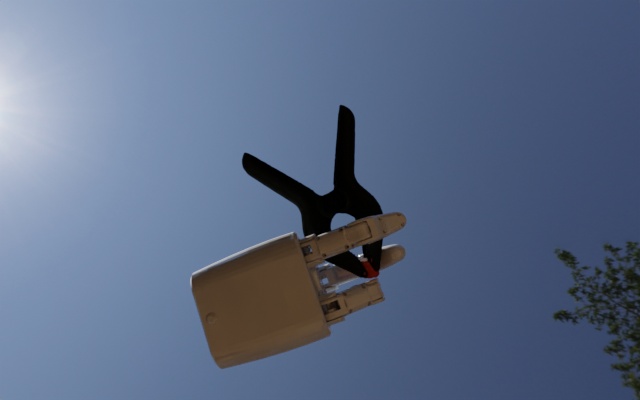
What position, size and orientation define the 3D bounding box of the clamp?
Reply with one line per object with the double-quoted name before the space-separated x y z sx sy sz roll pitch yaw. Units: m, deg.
"clamp" 0.000 0.002 0.465 0.120 0.171 0.039 -20 -9 1
